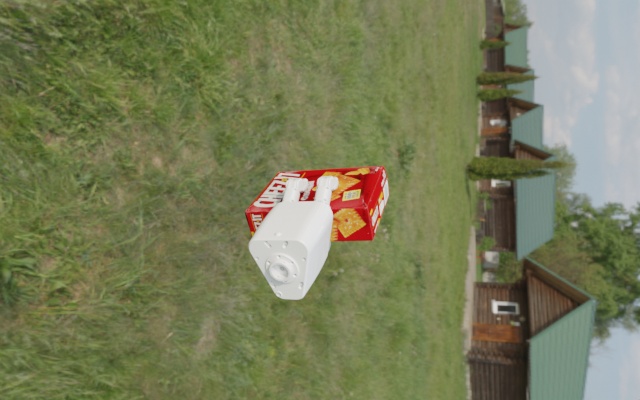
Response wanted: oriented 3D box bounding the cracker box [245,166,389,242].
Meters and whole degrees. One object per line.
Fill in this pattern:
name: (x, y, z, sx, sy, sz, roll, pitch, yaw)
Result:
cracker box: (0.000, 0.003, 0.835, 0.213, 0.072, 0.164, -2, 27, 20)
